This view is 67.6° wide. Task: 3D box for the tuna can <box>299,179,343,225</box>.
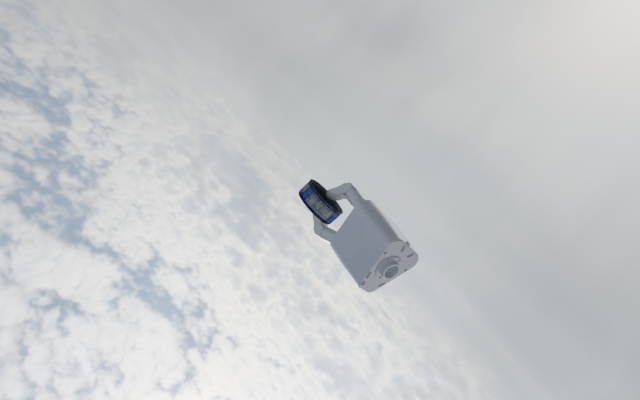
[{"bbox_3d":[0.000,0.003,0.875,0.034,0.086,0.086,-43,-11,12],"label":"tuna can"}]
